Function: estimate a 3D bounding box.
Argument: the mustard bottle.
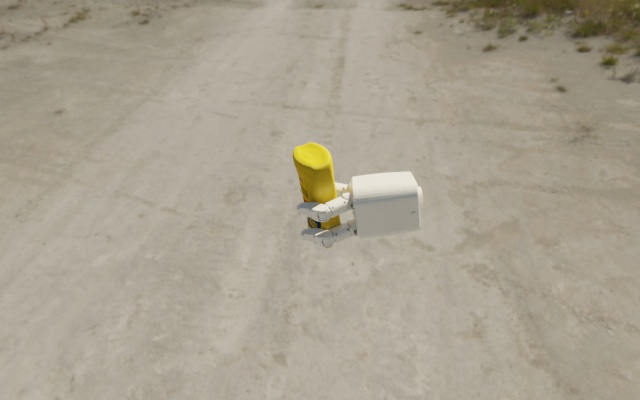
[{"bbox_3d":[0.000,0.003,0.823,0.058,0.192,0.096,-21,34,-15],"label":"mustard bottle"}]
